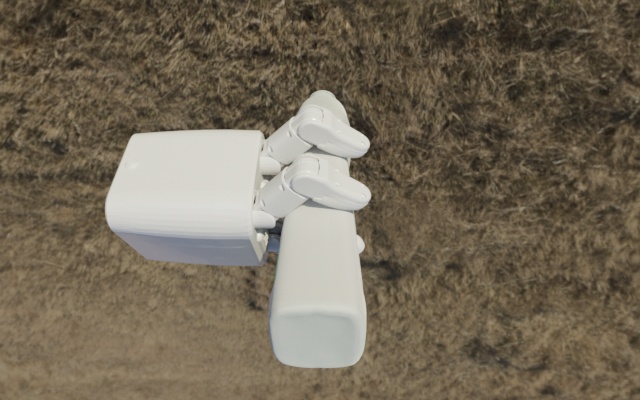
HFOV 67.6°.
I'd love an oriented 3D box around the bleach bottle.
[{"bbox_3d":[0.000,0.001,0.406,0.068,0.250,0.103,1,-40,1],"label":"bleach bottle"}]
